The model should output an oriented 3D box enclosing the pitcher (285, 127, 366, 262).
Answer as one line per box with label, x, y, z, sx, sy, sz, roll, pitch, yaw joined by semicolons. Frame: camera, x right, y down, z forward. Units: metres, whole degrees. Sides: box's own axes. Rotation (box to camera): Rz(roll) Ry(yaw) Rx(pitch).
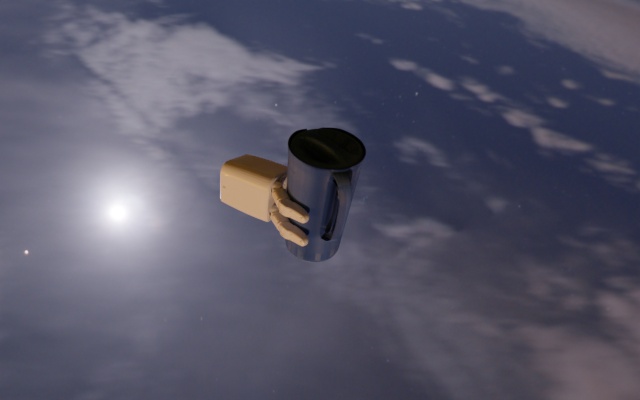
pitcher;0.000;0.003;0.868;0.145;0.243;0.149;21;40;15
